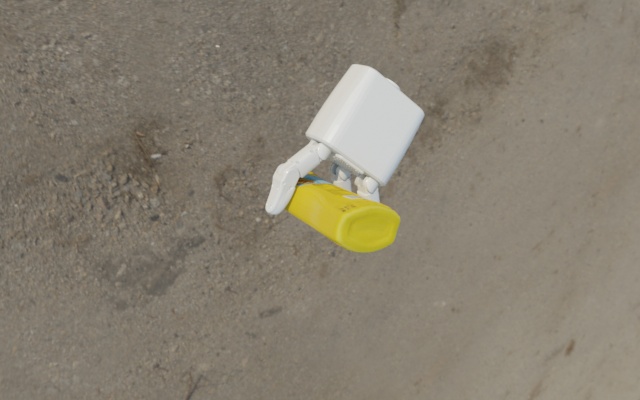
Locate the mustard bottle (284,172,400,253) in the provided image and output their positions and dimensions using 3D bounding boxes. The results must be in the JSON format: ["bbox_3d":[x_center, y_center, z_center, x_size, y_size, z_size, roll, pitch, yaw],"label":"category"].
[{"bbox_3d":[0.000,0.002,0.589,0.096,0.058,0.191,3,17,-39],"label":"mustard bottle"}]
